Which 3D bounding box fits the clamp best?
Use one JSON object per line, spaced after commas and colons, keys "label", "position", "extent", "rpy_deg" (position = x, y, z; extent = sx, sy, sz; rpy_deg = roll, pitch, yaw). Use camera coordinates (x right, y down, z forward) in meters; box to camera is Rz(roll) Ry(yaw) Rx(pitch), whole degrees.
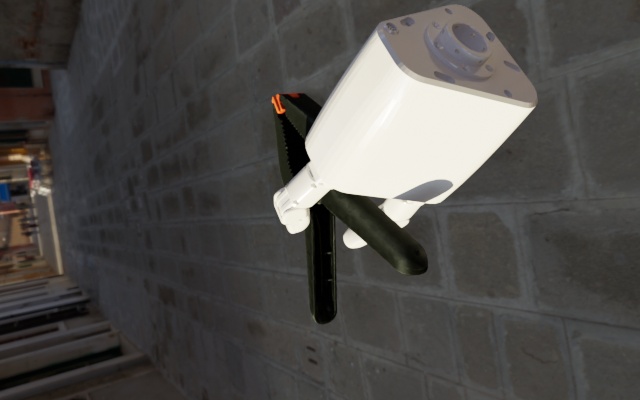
{"label": "clamp", "position": [-0.001, 0.001, 0.418], "extent": [0.036, 0.210, 0.165], "rpy_deg": [-10, -27, -31]}
